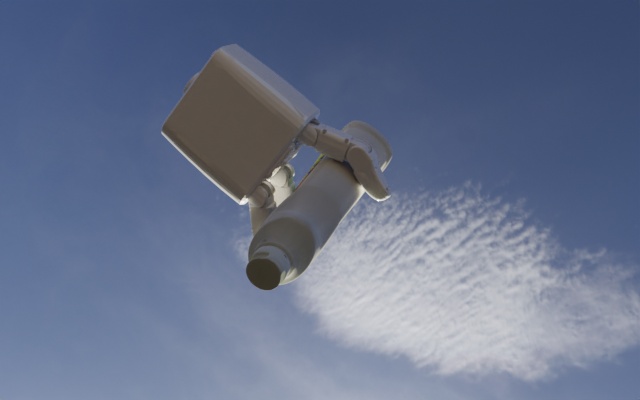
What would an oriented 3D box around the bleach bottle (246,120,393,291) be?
[{"bbox_3d":[0.000,0.002,0.458,0.068,0.103,0.250,40,29,-1],"label":"bleach bottle"}]
